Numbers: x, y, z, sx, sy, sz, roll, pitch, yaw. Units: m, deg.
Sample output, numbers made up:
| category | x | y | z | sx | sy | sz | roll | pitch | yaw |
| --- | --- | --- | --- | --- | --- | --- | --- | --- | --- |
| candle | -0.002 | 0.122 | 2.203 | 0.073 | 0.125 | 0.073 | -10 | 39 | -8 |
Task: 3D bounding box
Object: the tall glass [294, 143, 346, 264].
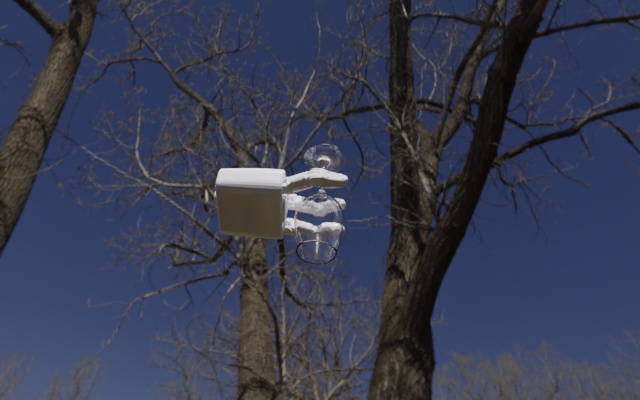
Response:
| category | x | y | z | sx | sy | sz | roll | pitch | yaw |
| --- | --- | --- | --- | --- | --- | --- | --- | --- | --- |
| tall glass | 0.000 | 0.002 | 0.771 | 0.079 | 0.200 | 0.079 | 3 | -41 | 2 |
